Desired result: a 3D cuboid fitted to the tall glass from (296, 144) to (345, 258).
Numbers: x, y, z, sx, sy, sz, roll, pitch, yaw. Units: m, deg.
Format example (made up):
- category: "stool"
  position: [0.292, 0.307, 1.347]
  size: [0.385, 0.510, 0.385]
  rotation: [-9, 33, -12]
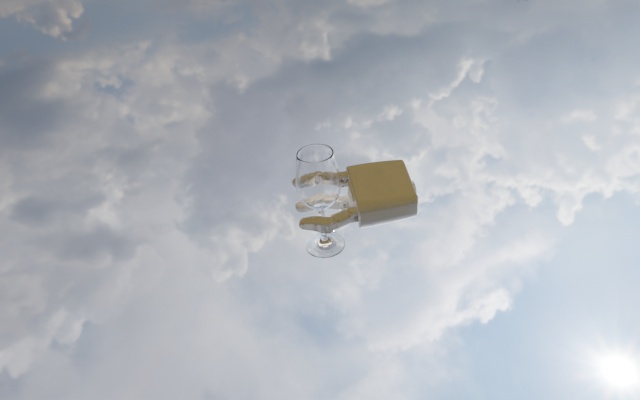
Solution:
- category: "tall glass"
  position: [0.000, 0.003, 0.837]
  size: [0.079, 0.201, 0.079]
  rotation: [-5, 36, 3]
